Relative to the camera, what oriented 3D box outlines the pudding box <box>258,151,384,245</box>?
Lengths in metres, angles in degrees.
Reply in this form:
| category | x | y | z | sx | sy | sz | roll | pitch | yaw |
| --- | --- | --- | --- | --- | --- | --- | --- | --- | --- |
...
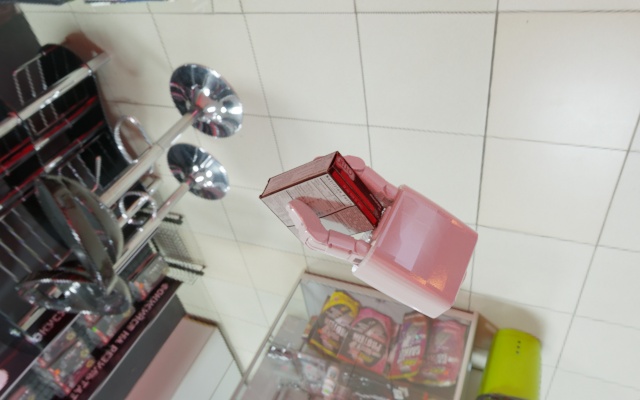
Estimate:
| category | x | y | z | sx | sy | sz | roll | pitch | yaw |
| --- | --- | --- | --- | --- | --- | --- | --- | --- | --- |
| pudding box | 0.000 | 0.002 | 0.535 | 0.113 | 0.090 | 0.039 | -19 | 32 | 39 |
